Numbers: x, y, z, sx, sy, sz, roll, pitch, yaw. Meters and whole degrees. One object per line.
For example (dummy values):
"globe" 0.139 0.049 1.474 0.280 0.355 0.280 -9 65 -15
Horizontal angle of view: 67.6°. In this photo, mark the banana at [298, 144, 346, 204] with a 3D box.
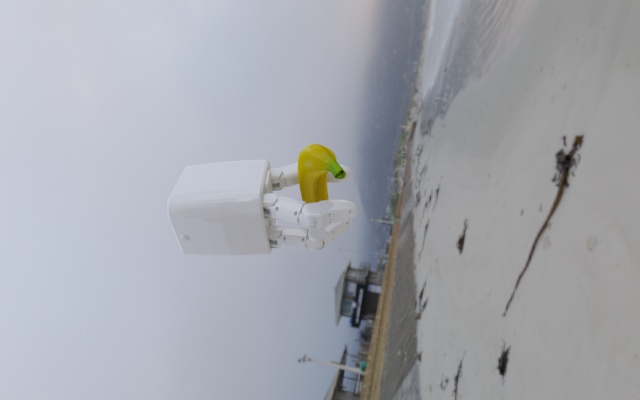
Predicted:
"banana" -0.005 -0.016 0.568 0.037 0.069 0.198 -14 -20 -8
